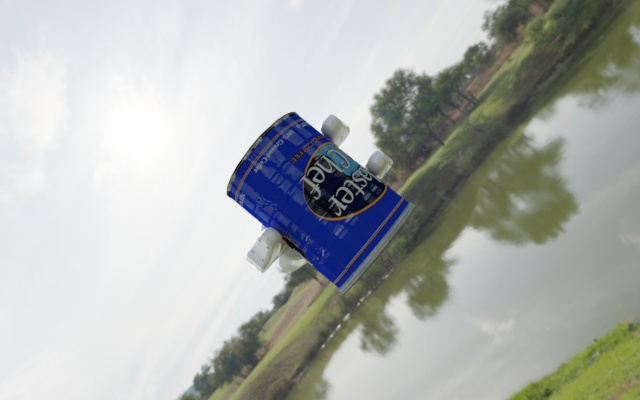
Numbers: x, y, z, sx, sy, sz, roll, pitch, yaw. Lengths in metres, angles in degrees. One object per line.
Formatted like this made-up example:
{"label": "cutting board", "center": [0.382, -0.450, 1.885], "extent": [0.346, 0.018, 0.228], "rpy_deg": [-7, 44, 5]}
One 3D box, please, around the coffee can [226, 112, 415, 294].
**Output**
{"label": "coffee can", "center": [0.000, 0.002, 0.440], "extent": [0.140, 0.103, 0.103], "rpy_deg": [39, 5, 6]}
